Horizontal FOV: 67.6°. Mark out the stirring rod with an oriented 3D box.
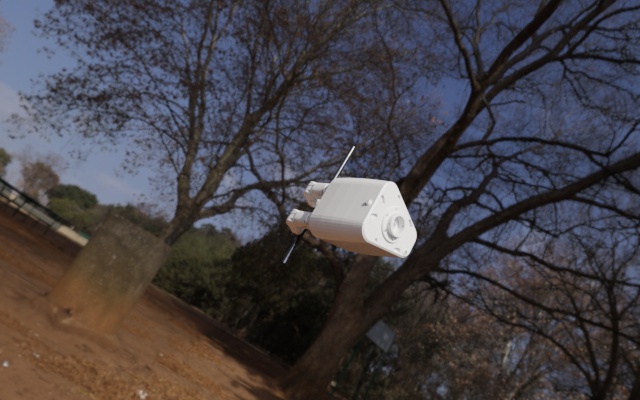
[{"bbox_3d":[0.000,0.003,0.791,0.011,0.239,0.011,26,-22,12],"label":"stirring rod"}]
